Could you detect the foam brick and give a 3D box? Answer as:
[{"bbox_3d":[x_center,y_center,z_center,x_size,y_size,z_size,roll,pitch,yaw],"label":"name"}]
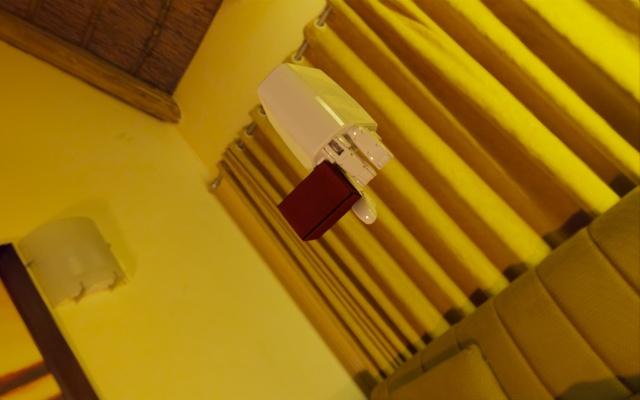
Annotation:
[{"bbox_3d":[0.000,0.002,0.544,0.078,0.051,0.053,-44,-14,10],"label":"foam brick"}]
